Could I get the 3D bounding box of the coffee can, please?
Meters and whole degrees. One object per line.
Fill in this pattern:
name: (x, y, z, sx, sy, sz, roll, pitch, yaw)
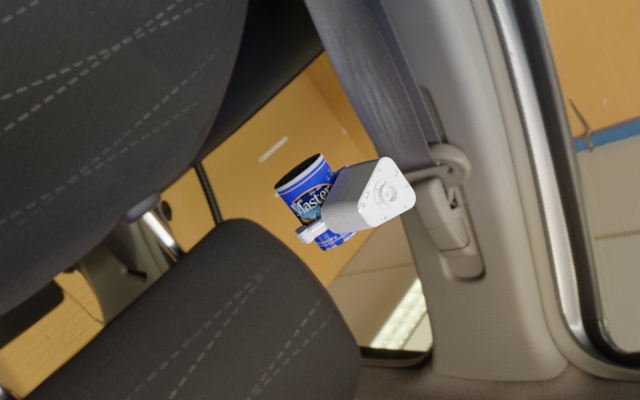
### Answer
coffee can: (0.000, 0.003, 0.841, 0.103, 0.140, 0.102, -34, 14, 10)
